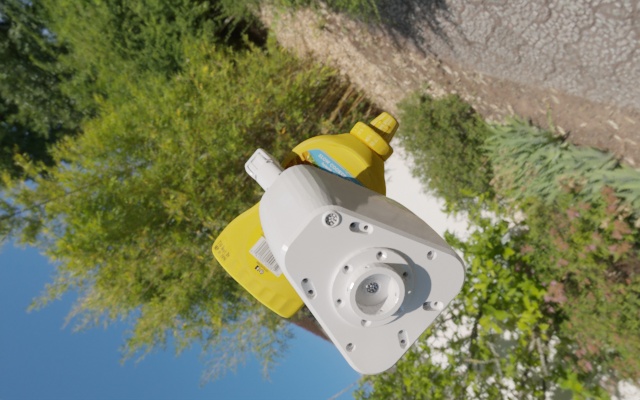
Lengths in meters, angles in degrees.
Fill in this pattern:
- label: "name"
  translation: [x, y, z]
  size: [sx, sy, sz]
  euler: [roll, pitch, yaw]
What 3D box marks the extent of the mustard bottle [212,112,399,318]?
- label: "mustard bottle"
  translation: [0.000, 0.002, 0.419]
  size: [0.096, 0.191, 0.058]
  euler: [41, 4, 7]
